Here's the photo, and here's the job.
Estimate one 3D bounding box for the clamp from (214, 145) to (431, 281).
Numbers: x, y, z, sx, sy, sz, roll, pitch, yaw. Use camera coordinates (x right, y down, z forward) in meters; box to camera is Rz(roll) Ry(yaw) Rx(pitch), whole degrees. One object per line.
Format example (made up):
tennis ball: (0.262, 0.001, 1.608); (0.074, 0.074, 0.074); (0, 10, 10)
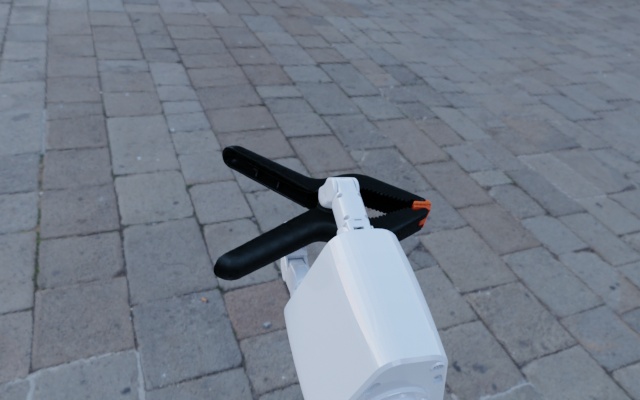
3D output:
clamp: (0.001, 0.001, 0.458); (0.210, 0.036, 0.164); (-2, 44, -16)
